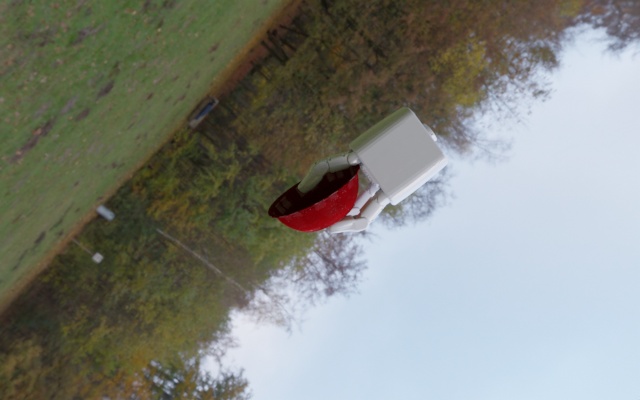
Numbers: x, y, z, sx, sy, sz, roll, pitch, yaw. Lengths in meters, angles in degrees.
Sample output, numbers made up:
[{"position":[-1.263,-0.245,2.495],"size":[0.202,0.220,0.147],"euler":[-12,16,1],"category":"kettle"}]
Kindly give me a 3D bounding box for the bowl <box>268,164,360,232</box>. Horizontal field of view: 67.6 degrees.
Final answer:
[{"position":[-0.001,0.003,0.751],"size":[0.162,0.055,0.162],"euler":[-26,17,8],"category":"bowl"}]
